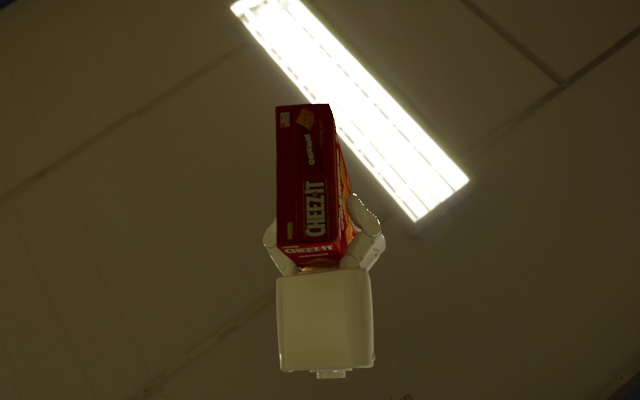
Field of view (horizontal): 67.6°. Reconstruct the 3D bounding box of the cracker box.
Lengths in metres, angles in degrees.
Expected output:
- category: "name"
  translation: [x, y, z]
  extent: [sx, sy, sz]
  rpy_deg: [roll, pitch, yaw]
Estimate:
- category: "cracker box"
  translation: [0.000, 0.002, 0.601]
  extent: [0.072, 0.164, 0.214]
  rpy_deg: [-5, -19, 7]
